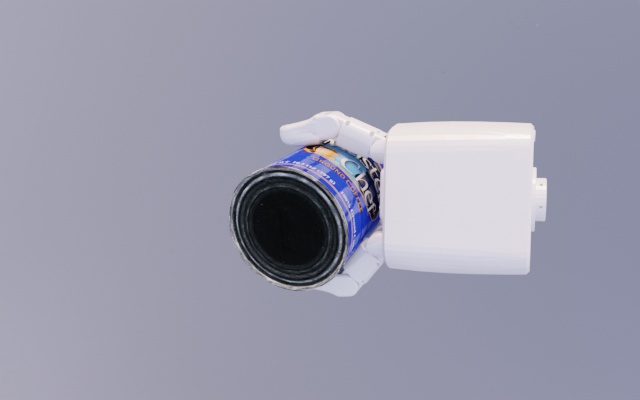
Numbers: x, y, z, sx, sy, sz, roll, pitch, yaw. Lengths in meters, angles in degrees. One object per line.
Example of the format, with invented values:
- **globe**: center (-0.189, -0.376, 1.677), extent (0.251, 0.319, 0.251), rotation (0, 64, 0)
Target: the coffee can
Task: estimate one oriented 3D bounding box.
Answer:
- **coffee can**: center (0.000, 0.001, 0.424), extent (0.103, 0.103, 0.140), rotation (0, 19, 24)
